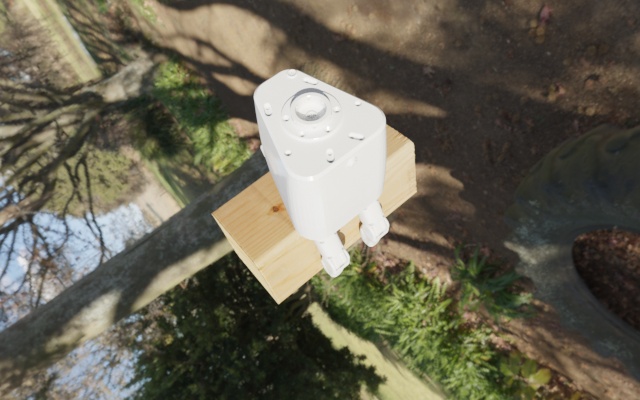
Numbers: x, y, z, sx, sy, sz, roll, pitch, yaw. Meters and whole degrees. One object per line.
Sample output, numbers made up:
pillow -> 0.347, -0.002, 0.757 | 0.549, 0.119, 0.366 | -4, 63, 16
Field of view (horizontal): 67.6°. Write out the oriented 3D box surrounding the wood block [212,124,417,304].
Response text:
wood block -> 0.000, 0.001, 0.528 | 0.206, 0.090, 0.090 | -37, 53, -15
